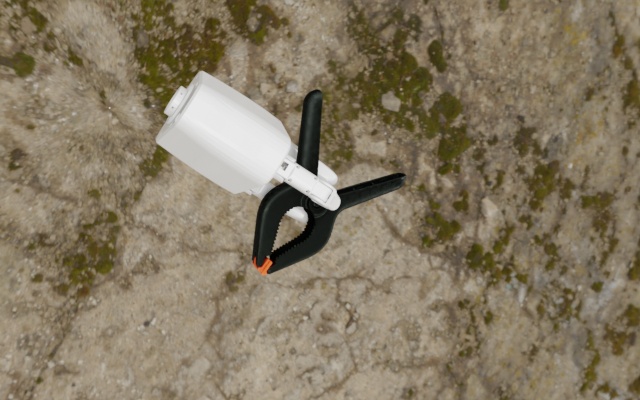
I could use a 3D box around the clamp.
[{"bbox_3d":[0.000,0.002,0.559,0.164,0.210,0.036,33,-4,-23],"label":"clamp"}]
